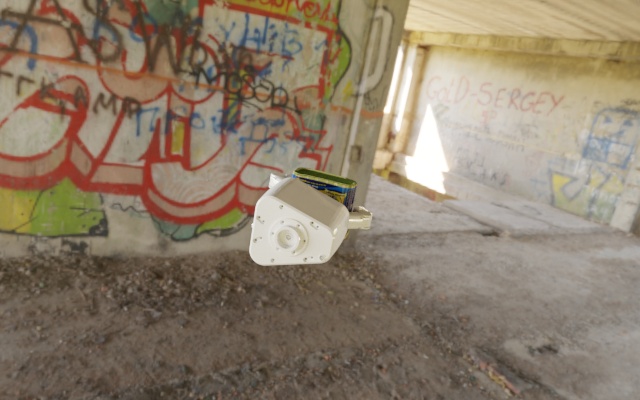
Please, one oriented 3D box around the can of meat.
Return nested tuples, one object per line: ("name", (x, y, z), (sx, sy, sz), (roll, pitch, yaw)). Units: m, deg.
("can of meat", (0.000, 0.002, 0.725), (0.102, 0.084, 0.057), (14, 16, 11))
